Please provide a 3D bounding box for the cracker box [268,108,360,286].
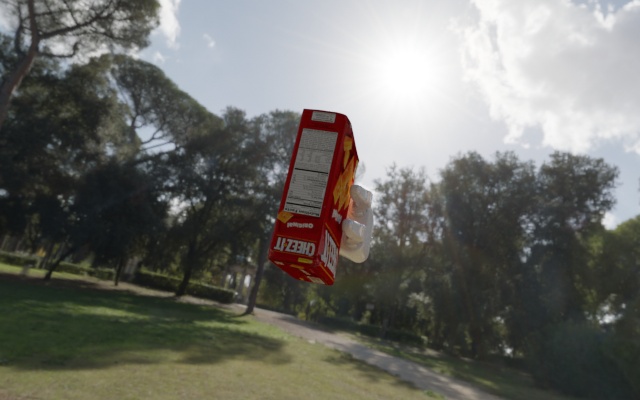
[{"bbox_3d":[0.000,0.002,0.687,0.072,0.213,0.164,8,-16,13],"label":"cracker box"}]
